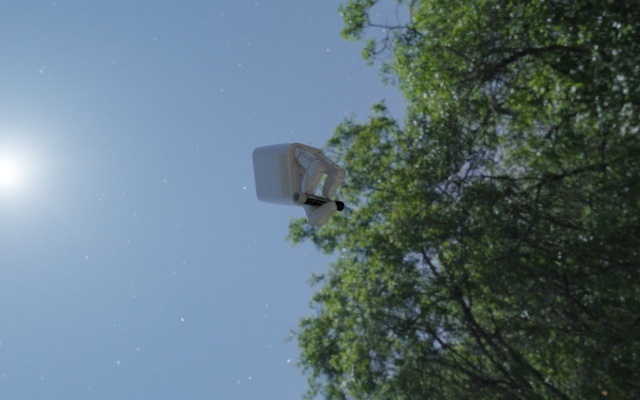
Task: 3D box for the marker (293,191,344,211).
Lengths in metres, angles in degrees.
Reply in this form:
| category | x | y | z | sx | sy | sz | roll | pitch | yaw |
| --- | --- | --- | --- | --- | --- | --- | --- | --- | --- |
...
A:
| category | x | y | z | sx | sy | sz | roll | pitch | yaw |
| --- | --- | --- | --- | --- | --- | --- | --- | --- | --- |
| marker | 0.000 | 0.003 | 0.827 | 0.020 | 0.020 | 0.121 | 0 | -8 | 42 |
